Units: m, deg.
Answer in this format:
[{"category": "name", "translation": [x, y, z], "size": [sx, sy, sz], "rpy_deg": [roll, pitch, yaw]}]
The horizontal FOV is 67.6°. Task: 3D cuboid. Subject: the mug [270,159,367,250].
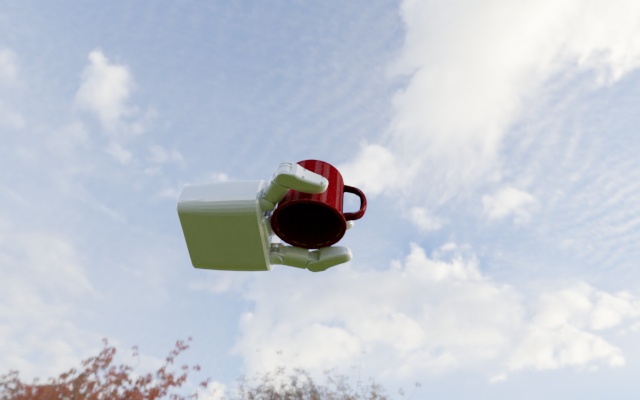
[{"category": "mug", "translation": [0.002, 0.002, 0.604], "size": [0.117, 0.081, 0.093], "rpy_deg": [-2, -44, 8]}]
